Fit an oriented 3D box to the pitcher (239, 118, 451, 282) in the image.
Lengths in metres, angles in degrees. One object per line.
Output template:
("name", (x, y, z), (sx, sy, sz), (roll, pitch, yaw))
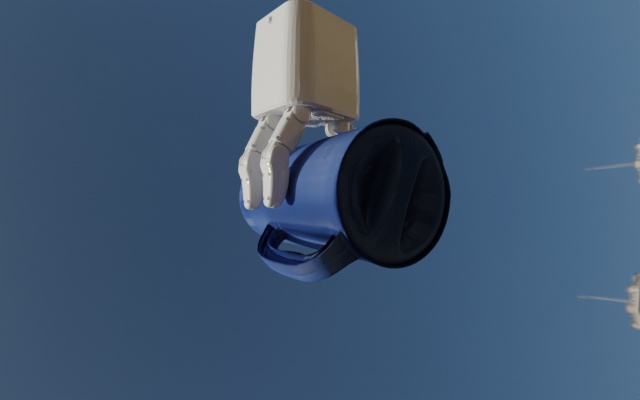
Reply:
("pitcher", (0.000, 0.001, 0.511), (0.149, 0.145, 0.243), (2, -2, -33))
